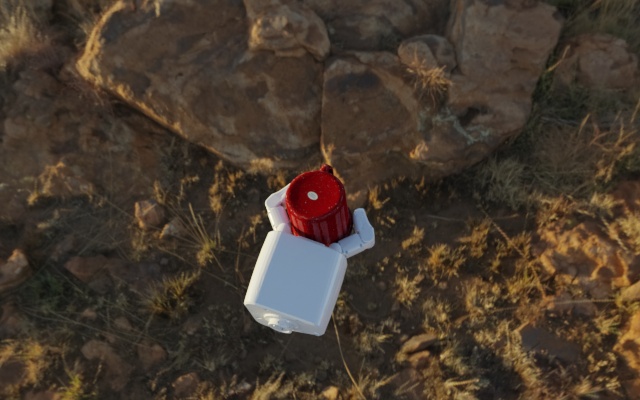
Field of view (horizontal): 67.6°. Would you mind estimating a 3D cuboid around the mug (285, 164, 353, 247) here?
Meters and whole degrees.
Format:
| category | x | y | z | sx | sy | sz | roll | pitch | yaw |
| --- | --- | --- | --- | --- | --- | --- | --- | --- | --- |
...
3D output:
| category | x | y | z | sx | sy | sz | roll | pitch | yaw |
| --- | --- | --- | --- | --- | --- | --- | --- | --- | --- |
| mug | 0.001 | 0.001 | 0.668 | 0.093 | 0.117 | 0.082 | 10 | -29 | 14 |
